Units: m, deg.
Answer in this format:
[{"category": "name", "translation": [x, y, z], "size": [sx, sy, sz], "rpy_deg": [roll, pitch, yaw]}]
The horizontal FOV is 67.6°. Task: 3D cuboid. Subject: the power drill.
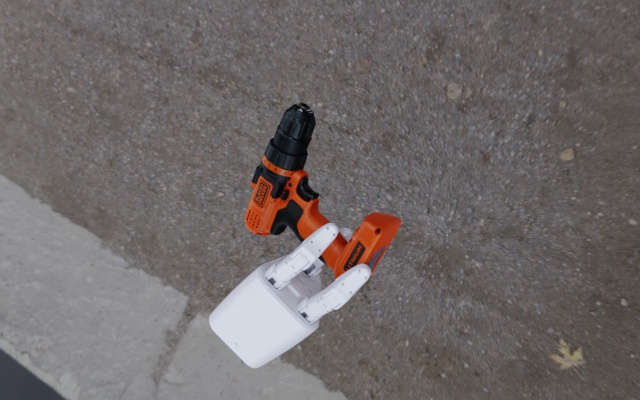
[{"category": "power drill", "translation": [0.000, 0.002, 0.567], "size": [0.187, 0.184, 0.057], "rpy_deg": [38, 34, 23]}]
